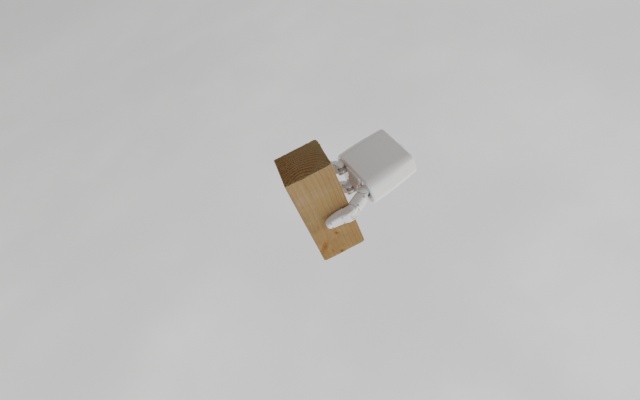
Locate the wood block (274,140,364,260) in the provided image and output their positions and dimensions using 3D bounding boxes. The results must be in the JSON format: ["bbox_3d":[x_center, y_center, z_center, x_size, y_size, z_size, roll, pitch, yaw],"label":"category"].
[{"bbox_3d":[0.001,0.003,0.899,0.090,0.206,0.090,-27,40,-1],"label":"wood block"}]
